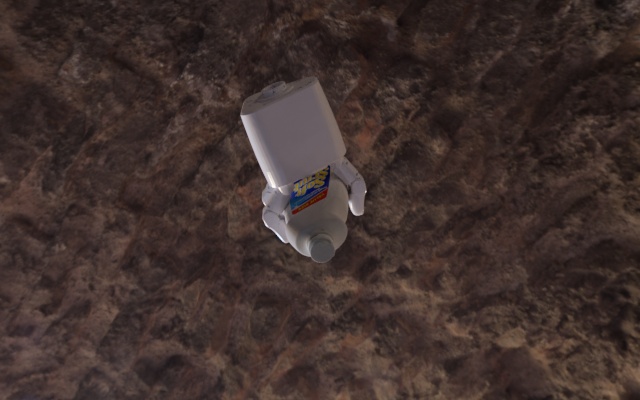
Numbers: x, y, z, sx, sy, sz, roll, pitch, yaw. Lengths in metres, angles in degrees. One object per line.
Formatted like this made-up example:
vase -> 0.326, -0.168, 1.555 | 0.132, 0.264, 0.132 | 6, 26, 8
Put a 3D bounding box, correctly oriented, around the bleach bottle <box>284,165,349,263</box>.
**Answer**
bleach bottle -> 0.000, 0.002, 0.659 | 0.102, 0.068, 0.250 | -20, 26, 4
